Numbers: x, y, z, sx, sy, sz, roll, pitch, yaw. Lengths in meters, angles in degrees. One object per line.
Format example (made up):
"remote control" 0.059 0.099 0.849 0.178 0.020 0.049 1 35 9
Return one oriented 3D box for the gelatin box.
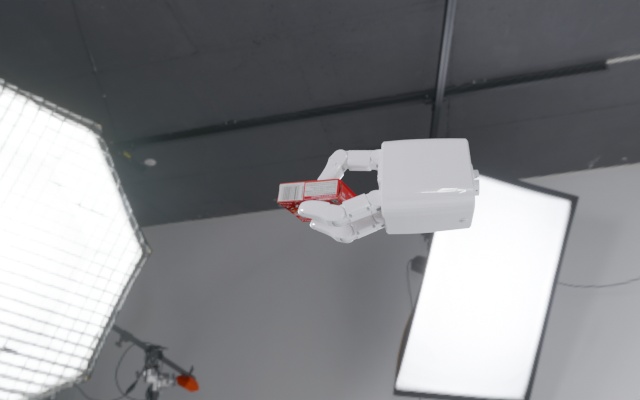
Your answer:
"gelatin box" 0.000 0.002 0.621 0.089 0.030 0.073 -4 -24 26
